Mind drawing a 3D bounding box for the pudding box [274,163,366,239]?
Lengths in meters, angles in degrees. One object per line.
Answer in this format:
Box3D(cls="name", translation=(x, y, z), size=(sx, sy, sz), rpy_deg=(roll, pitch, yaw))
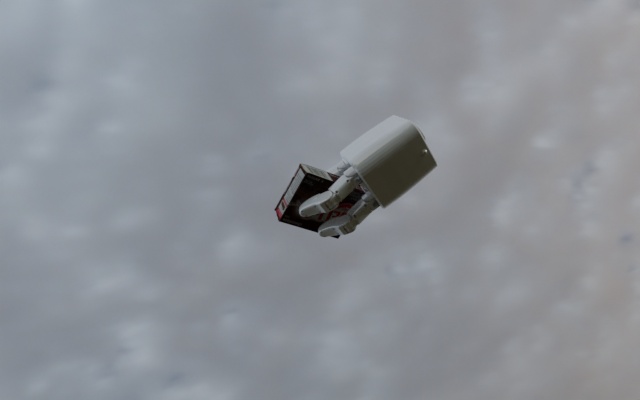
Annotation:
Box3D(cls="pudding box", translation=(0.000, 0.002, 0.727), size=(0.113, 0.090, 0.039), rpy_deg=(19, 23, -28))
